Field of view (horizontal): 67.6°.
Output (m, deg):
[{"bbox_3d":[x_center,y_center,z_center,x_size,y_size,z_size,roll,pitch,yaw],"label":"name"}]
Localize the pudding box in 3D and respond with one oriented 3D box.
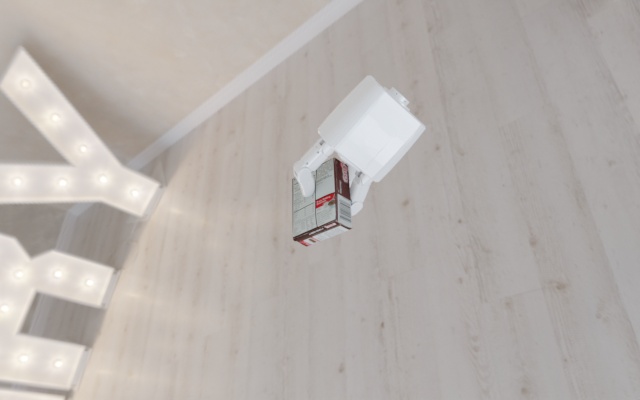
[{"bbox_3d":[0.000,0.002,0.723,0.090,0.113,0.039,-25,-39,35],"label":"pudding box"}]
